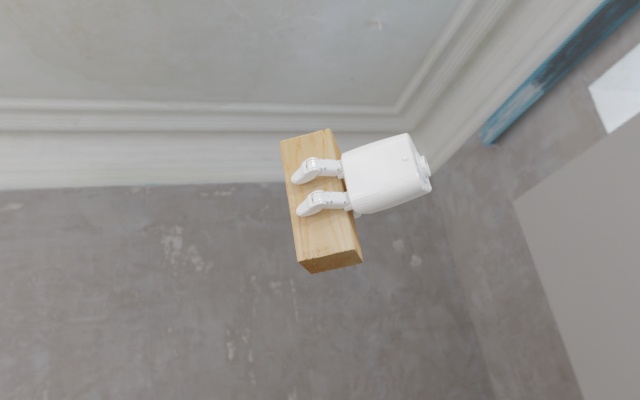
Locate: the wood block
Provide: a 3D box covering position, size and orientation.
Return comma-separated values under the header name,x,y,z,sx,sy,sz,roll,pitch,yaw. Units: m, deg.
name,x,y,z,sx,sy,sz,roll,pitch,yaw
wood block,0.001,0.002,0.771,0.090,0.206,0.091,-14,-23,9
